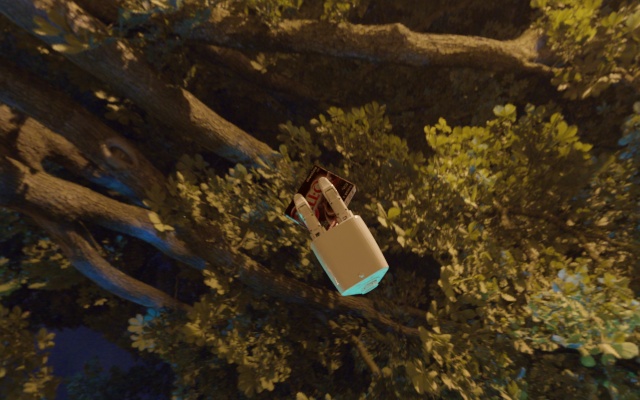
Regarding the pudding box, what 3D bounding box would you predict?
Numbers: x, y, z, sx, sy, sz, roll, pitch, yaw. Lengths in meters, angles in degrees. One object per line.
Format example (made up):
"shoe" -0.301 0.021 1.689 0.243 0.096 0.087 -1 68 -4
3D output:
"pudding box" 0.000 0.003 0.884 0.090 0.113 0.039 29 -11 20
